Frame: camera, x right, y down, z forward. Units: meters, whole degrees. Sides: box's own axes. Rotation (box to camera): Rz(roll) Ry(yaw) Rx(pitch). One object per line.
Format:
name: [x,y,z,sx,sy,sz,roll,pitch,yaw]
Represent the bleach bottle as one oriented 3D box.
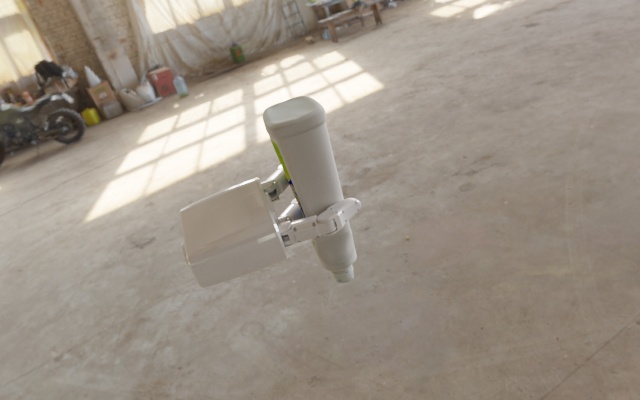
bleach bottle: [0.000,0.002,0.598,0.068,0.251,0.102,-21,26,-5]
